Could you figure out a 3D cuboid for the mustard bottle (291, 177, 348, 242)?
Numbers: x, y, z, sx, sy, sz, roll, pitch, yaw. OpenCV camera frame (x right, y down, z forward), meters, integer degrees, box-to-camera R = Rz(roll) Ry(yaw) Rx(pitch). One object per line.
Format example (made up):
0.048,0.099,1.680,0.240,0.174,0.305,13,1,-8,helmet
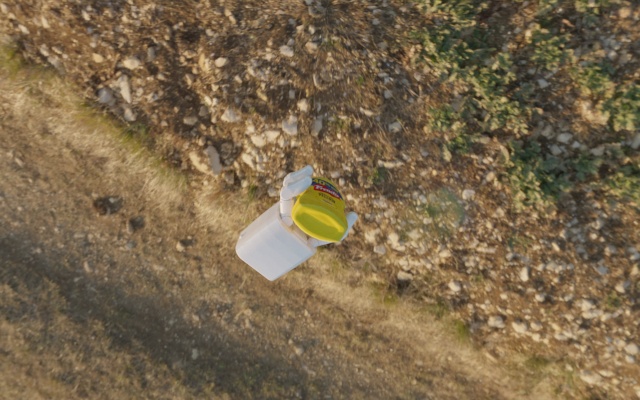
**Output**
0.000,0.003,0.872,0.096,0.058,0.191,26,20,-9,mustard bottle
